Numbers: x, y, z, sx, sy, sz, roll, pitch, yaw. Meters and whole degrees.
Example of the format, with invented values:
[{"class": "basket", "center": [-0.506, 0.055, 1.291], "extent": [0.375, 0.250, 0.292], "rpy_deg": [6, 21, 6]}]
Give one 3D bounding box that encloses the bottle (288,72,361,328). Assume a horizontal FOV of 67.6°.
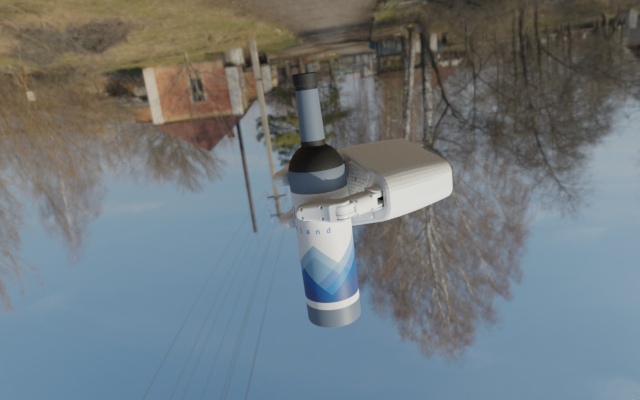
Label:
[{"class": "bottle", "center": [0.000, 0.002, 0.560], "extent": [0.069, 0.296, 0.069], "rpy_deg": [-7, 15, 2]}]
